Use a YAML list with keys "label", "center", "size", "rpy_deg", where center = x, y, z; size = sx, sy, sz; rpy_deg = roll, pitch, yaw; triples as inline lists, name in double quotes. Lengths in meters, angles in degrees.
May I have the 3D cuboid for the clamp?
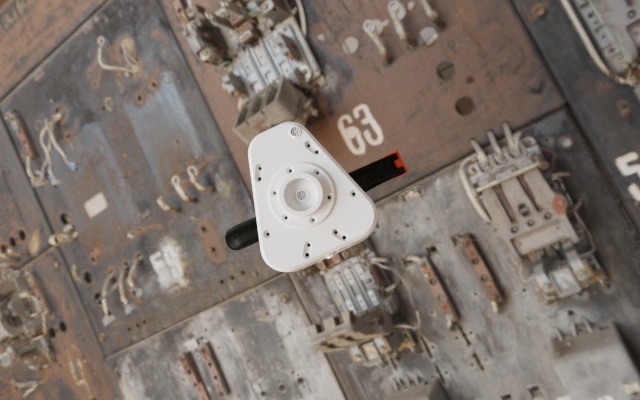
- label: "clamp"
  center: [0.000, 0.001, 0.563]
  size: [0.210, 0.036, 0.164]
  rpy_deg: [-26, -3, 0]
